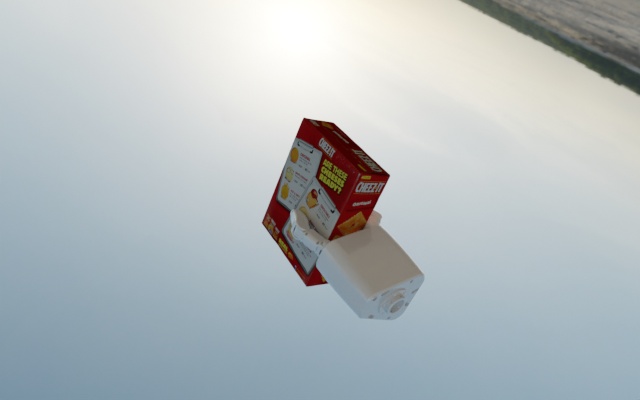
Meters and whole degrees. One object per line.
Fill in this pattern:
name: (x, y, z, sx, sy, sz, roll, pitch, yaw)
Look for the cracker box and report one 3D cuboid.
cracker box: (0.000, 0.003, 0.761, 0.072, 0.214, 0.164, 0, 36, -39)
